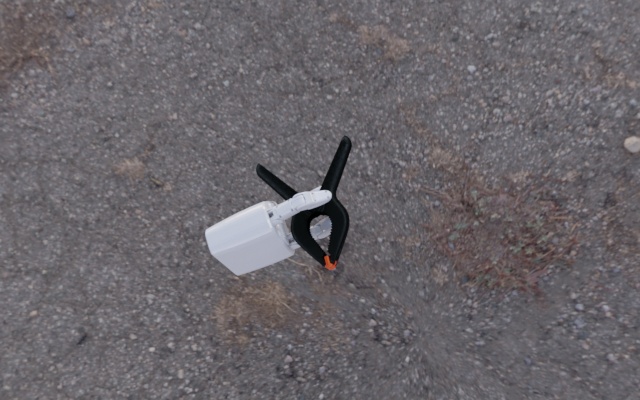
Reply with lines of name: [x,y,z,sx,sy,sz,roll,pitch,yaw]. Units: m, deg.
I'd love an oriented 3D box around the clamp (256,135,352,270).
clamp: [0.000,0.003,0.757,0.164,0.210,0.036,-24,-19,8]
